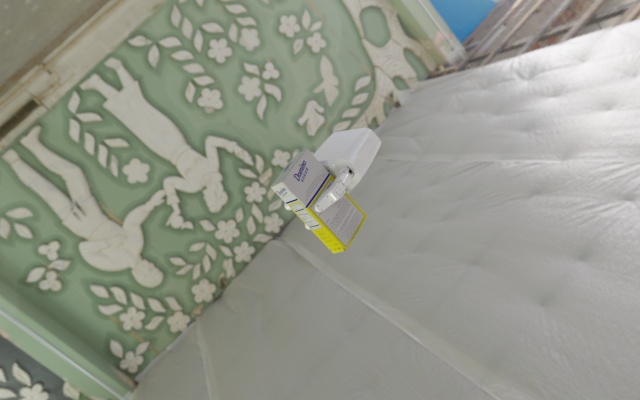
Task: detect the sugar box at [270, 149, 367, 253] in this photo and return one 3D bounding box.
[{"bbox_3d":[0.000,0.003,0.863,0.048,0.176,0.093,-22,26,51],"label":"sugar box"}]
